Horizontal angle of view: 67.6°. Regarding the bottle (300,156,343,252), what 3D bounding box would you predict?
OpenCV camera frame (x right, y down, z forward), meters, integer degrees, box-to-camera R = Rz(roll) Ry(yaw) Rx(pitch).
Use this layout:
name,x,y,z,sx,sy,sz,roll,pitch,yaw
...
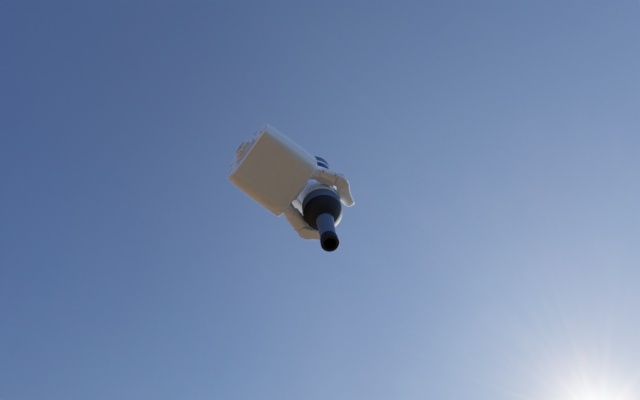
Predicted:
name,x,y,z,sx,sy,sz,roll,pitch,yaw
bottle,0.000,0.003,0.822,0.069,0.069,0.295,0,24,-6
